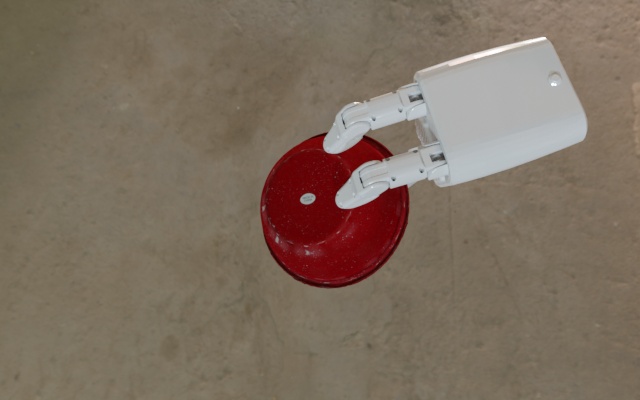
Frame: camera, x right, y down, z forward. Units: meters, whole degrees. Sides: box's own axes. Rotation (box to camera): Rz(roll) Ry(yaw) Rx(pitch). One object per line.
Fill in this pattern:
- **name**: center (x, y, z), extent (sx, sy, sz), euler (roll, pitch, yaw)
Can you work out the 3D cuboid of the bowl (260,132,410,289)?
- **bowl**: center (-0.001, 0.002, 0.458), extent (0.162, 0.162, 0.055), euler (0, -12, 25)
